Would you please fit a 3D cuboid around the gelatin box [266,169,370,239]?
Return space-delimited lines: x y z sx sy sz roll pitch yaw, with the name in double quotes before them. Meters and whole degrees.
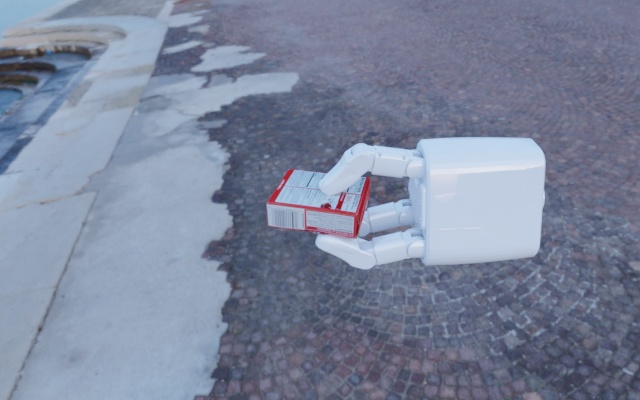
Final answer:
"gelatin box" 0.000 0.001 0.468 0.089 0.030 0.073 7 32 11
